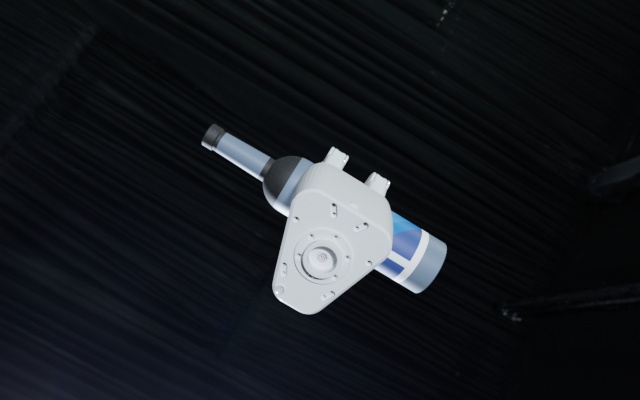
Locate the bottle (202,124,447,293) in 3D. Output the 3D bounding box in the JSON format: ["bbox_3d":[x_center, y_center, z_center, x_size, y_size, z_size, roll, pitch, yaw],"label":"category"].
[{"bbox_3d":[0.000,0.002,0.541,0.296,0.069,0.069,31,-2,-3],"label":"bottle"}]
